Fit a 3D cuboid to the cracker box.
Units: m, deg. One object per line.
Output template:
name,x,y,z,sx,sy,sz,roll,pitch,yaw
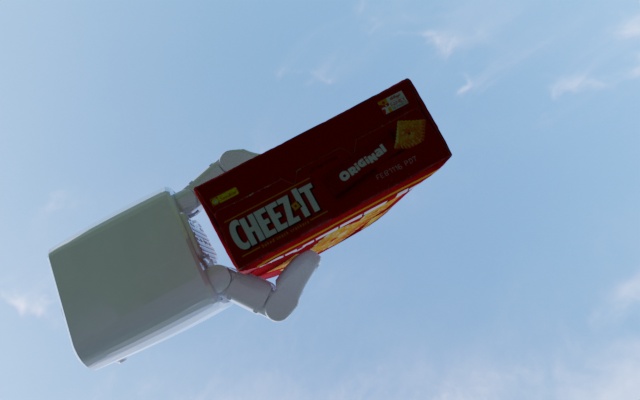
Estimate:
cracker box,0.000,0.001,0.411,0.164,0.072,0.214,-29,-7,-7
